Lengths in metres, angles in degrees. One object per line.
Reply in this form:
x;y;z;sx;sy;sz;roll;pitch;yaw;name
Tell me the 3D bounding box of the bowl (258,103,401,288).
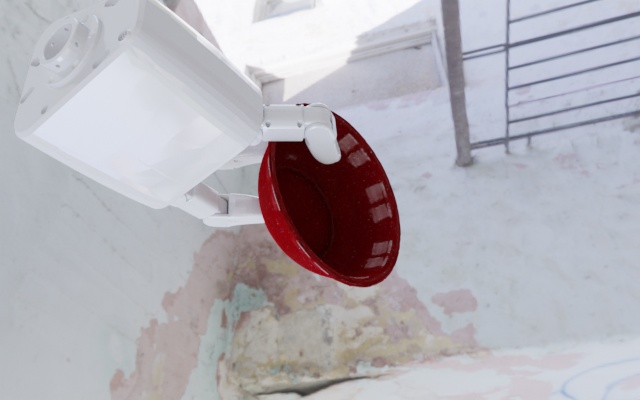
0.001;0.002;0.410;0.055;0.162;0.162;-27;-17;37;bowl
